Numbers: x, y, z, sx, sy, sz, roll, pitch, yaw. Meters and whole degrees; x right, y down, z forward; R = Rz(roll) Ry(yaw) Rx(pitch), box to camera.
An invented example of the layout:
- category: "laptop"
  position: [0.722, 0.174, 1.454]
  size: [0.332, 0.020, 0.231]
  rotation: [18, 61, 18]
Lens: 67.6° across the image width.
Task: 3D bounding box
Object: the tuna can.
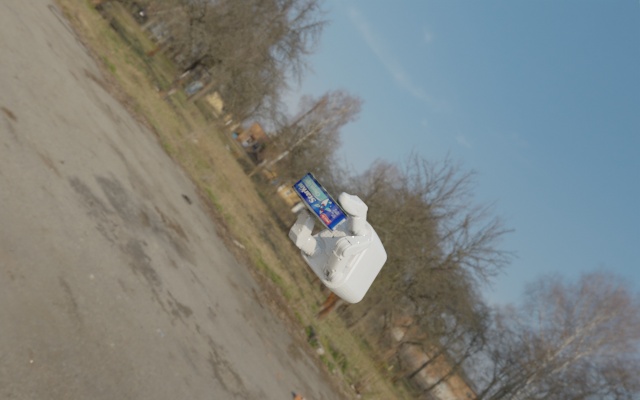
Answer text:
- category: "tuna can"
  position: [0.001, 0.002, 0.667]
  size: [0.034, 0.086, 0.086]
  rotation: [-41, -1, 1]
